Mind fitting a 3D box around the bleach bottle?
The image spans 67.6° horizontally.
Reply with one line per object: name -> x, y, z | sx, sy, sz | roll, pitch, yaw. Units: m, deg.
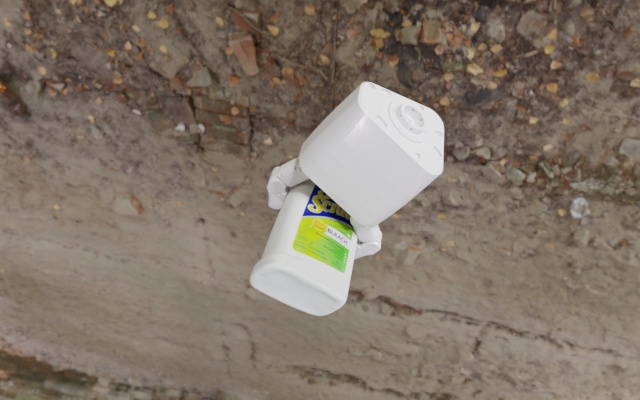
bleach bottle -> 0.000, 0.002, 0.563 | 0.102, 0.250, 0.068 | 30, -43, -18
